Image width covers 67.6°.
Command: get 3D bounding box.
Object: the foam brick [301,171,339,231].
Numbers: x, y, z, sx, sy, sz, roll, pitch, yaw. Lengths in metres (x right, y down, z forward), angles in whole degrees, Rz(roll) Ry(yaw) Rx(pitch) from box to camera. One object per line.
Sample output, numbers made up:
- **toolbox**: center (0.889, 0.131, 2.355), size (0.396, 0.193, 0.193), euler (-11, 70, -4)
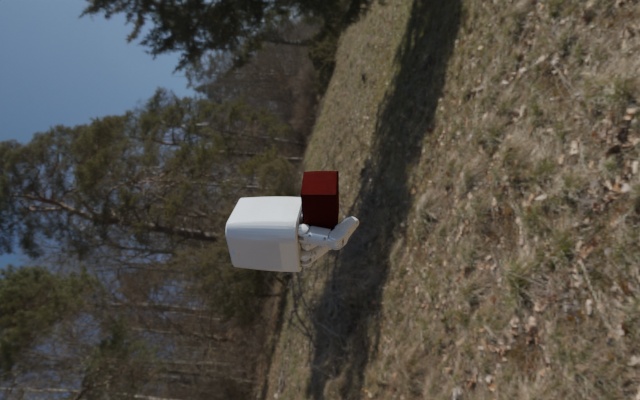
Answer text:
- **foam brick**: center (0.000, 0.002, 0.695), size (0.051, 0.078, 0.053), euler (2, 43, 5)
